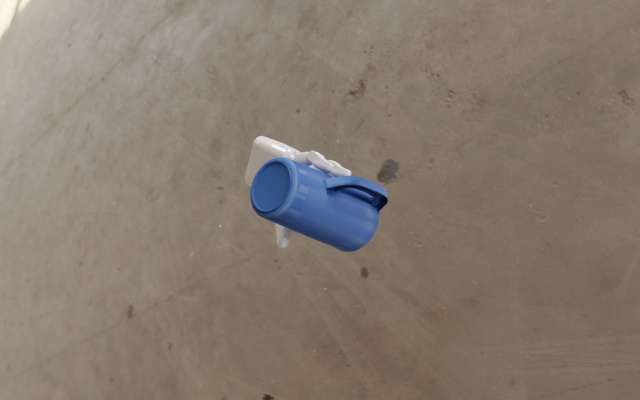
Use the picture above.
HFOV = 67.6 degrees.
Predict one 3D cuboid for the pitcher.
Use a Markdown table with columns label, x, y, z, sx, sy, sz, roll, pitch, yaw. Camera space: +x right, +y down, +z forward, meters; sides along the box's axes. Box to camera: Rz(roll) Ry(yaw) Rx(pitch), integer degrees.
| label | x | y | z | sx | sy | sz | roll | pitch | yaw |
| --- | --- | --- | --- | --- | --- | --- | --- | --- | --- |
| pitcher | 0.000 | 0.003 | 0.868 | 0.145 | 0.149 | 0.243 | 28 | 3 | 41 |
